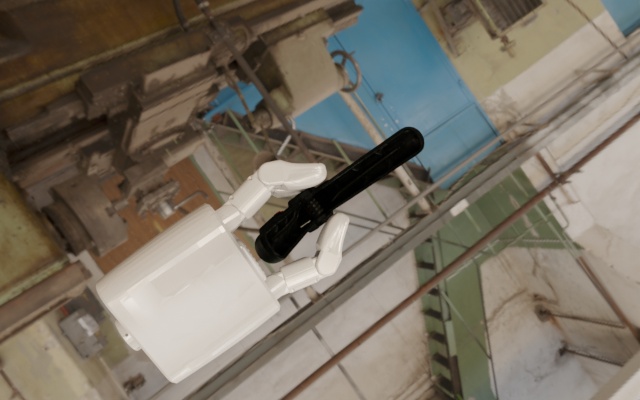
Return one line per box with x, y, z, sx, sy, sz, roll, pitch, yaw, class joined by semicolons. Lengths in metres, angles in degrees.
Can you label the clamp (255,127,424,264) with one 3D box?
0.000;0.002;0.445;0.164;0.036;0.210;-36;2;-14;clamp
